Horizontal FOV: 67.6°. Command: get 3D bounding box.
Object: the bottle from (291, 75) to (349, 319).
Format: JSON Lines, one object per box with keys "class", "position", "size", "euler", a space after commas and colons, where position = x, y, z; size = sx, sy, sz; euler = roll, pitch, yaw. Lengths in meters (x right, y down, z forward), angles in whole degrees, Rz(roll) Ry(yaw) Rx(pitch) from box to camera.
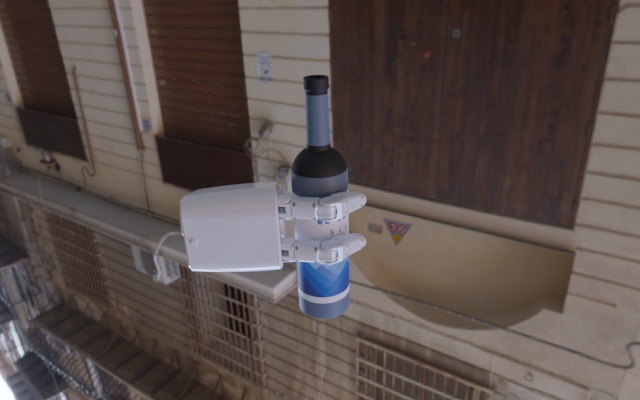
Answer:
{"class": "bottle", "position": [0.000, 0.002, 0.571], "size": [0.069, 0.296, 0.069], "euler": [-2, 24, 1]}
